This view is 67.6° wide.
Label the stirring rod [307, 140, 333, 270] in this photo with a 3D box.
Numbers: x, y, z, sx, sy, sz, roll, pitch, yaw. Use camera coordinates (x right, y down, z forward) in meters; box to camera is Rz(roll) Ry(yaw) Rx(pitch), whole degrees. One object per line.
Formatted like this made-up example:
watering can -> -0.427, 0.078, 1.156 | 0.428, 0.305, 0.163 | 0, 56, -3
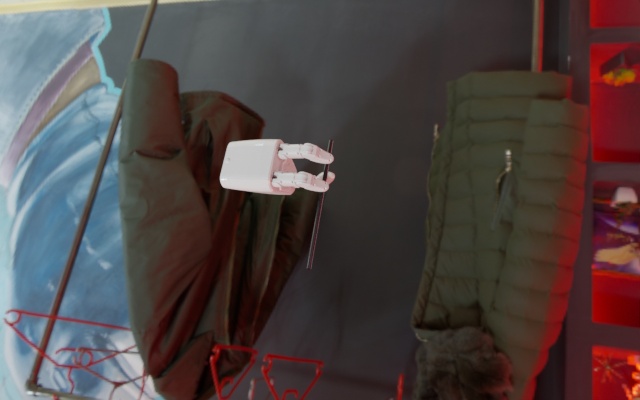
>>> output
stirring rod -> 0.000, 0.003, 0.842 | 0.011, 0.239, 0.011 | 9, -18, 3
